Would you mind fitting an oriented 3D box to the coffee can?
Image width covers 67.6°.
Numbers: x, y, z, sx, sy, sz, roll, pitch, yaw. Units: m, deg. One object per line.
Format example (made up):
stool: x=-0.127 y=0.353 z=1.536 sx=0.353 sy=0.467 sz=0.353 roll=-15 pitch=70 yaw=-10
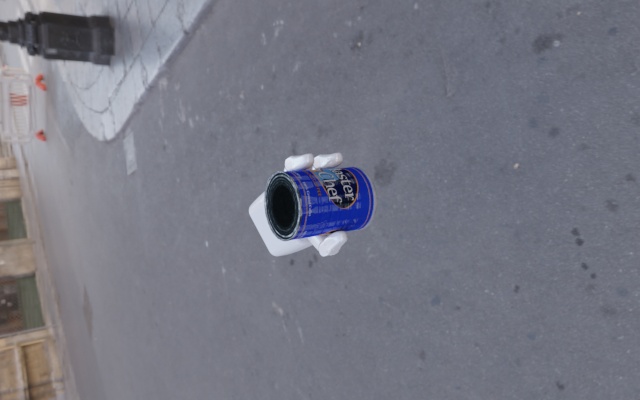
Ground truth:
coffee can: x=0.000 y=0.002 z=0.726 sx=0.140 sy=0.103 sz=0.103 roll=-6 pitch=3 yaw=-35
